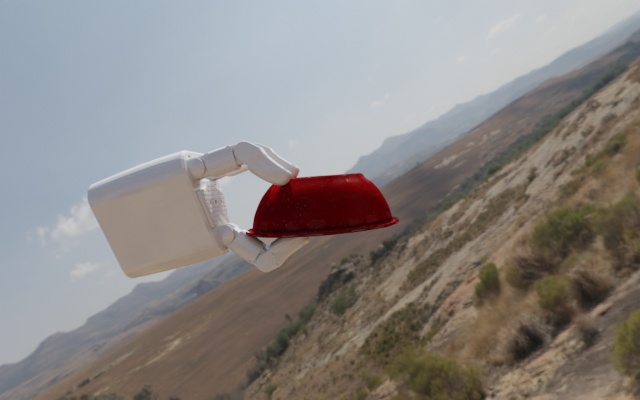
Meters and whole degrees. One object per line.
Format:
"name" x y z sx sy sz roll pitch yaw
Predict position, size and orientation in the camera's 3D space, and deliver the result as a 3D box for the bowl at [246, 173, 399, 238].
"bowl" 0.001 0.001 0.504 0.162 0.055 0.162 -4 2 0
